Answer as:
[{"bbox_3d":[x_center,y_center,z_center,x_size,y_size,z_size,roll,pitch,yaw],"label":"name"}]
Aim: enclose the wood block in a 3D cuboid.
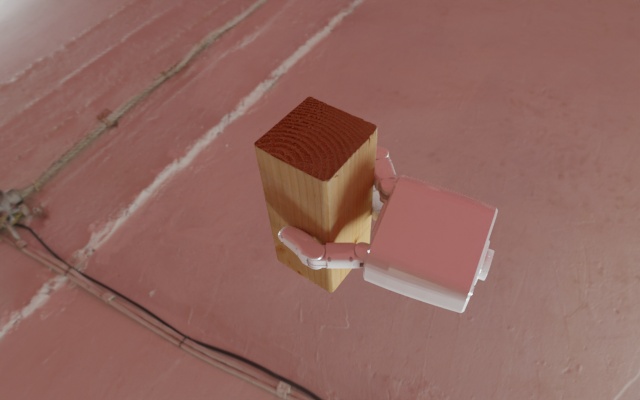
[{"bbox_3d":[0.000,0.002,0.539,0.090,0.206,0.090,29,57,24],"label":"wood block"}]
